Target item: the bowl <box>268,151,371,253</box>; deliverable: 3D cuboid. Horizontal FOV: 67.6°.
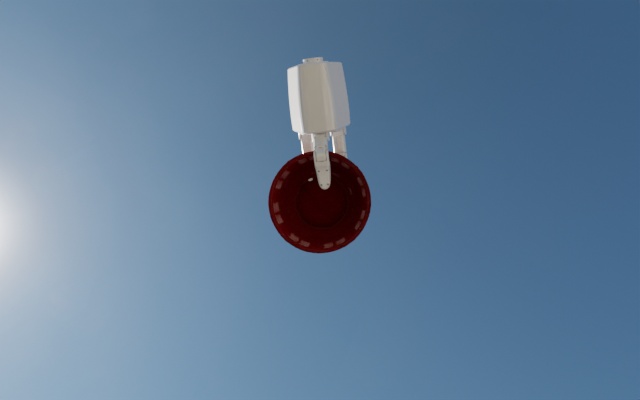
[{"bbox_3d":[0.000,0.004,0.771,0.162,0.162,0.055,0,-1,5],"label":"bowl"}]
